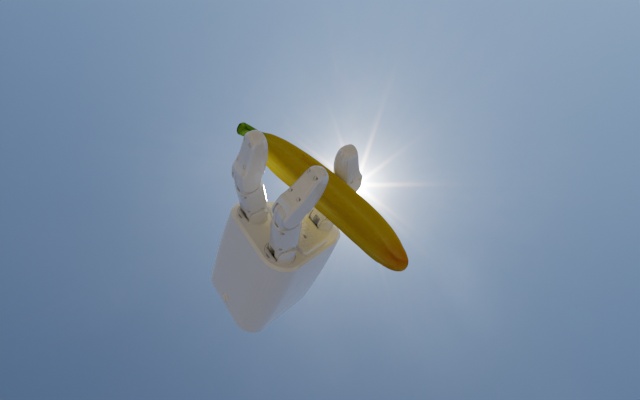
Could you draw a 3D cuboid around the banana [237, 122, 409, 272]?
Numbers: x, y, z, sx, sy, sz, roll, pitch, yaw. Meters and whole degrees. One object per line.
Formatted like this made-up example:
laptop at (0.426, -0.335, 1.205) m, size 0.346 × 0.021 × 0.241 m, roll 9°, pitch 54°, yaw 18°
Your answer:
banana at (0.005, -0.003, 0.448) m, size 0.198 × 0.037 × 0.069 m, roll 39°, pitch 20°, yaw 13°
